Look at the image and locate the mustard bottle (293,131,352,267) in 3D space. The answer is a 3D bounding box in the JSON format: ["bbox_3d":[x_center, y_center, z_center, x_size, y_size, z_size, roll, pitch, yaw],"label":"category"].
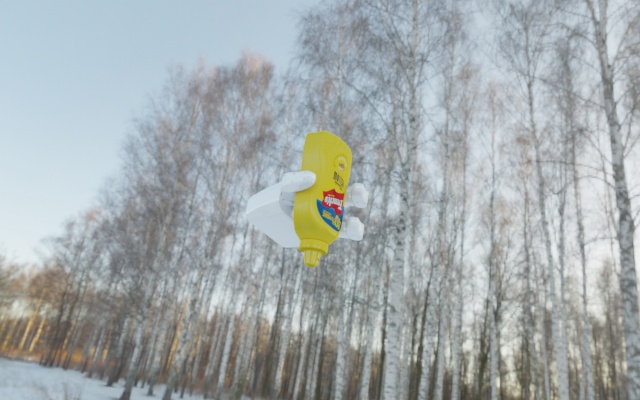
[{"bbox_3d":[0.000,0.002,0.696,0.058,0.191,0.096,-2,-24,29],"label":"mustard bottle"}]
